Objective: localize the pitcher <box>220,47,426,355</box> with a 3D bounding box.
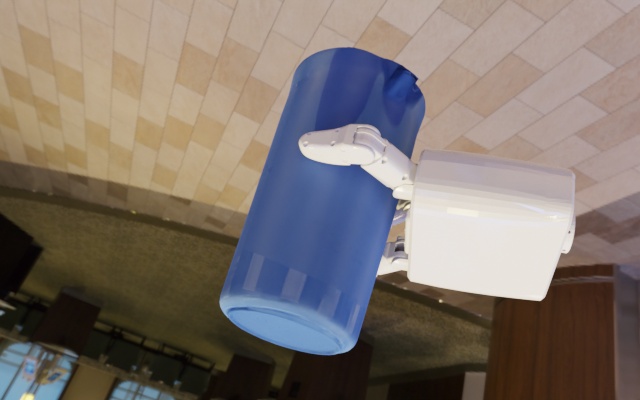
[{"bbox_3d":[0.000,0.001,0.420,0.145,0.242,0.149,9,-30,17],"label":"pitcher"}]
